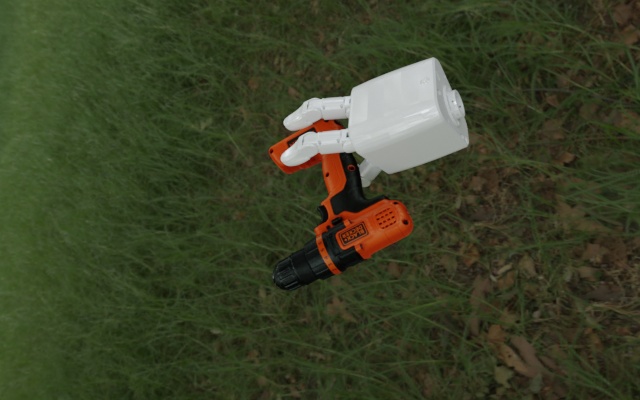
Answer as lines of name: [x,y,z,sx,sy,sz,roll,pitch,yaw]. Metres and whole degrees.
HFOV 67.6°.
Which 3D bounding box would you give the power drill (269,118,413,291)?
power drill: [0.000,0.001,0.603,0.184,0.187,0.057,-27,-24,10]
